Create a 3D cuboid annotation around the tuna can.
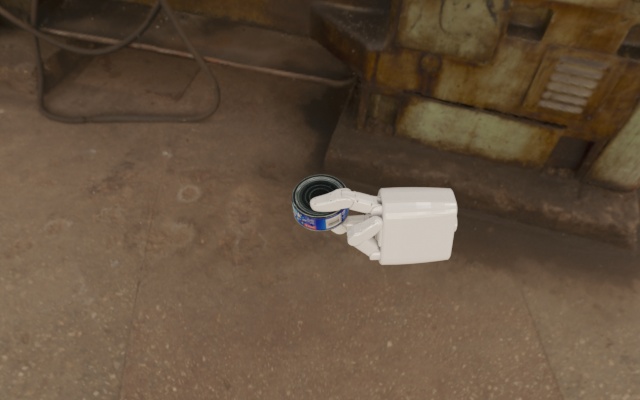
[{"bbox_3d":[0.000,0.002,0.712,0.086,0.086,0.034,0,-39,4],"label":"tuna can"}]
